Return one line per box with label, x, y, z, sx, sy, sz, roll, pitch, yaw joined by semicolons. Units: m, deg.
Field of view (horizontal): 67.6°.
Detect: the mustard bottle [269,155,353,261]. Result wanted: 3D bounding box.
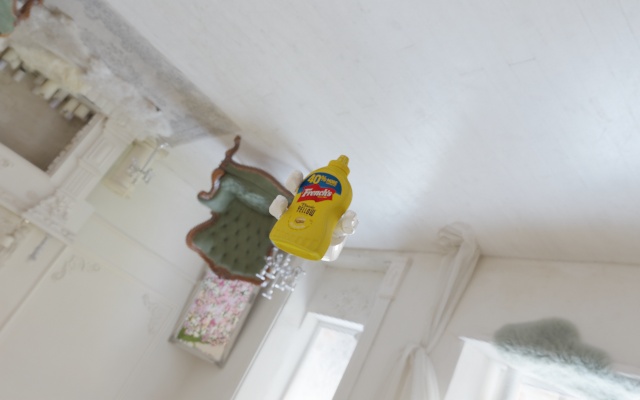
mustard bottle;0.000;0.003;0.796;0.096;0.191;0.058;14;-27;32
